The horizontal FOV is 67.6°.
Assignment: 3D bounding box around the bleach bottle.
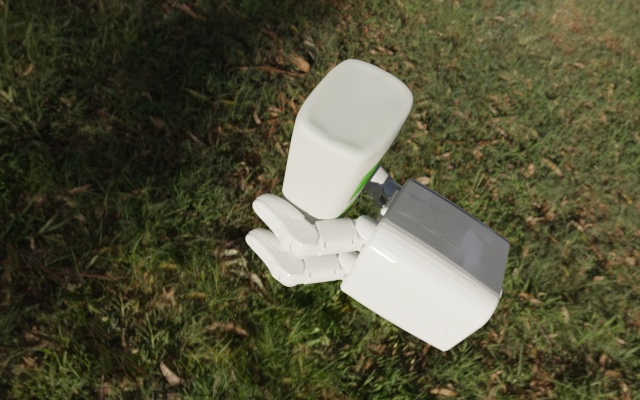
[{"bbox_3d":[0.000,0.001,0.437,0.068,0.102,0.251,31,-35,7],"label":"bleach bottle"}]
